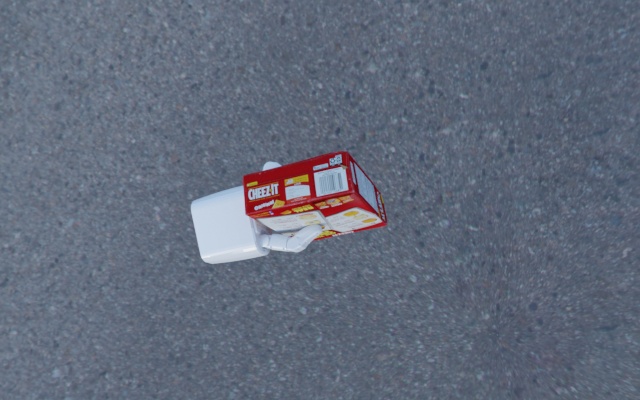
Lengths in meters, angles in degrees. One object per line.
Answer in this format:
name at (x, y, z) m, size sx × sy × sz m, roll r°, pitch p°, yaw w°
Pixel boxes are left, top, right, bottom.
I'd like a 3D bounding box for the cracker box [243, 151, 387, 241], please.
cracker box at (0.000, 0.003, 0.754) m, size 0.164 × 0.072 × 0.214 m, roll -13°, pitch -19°, yaw 17°
